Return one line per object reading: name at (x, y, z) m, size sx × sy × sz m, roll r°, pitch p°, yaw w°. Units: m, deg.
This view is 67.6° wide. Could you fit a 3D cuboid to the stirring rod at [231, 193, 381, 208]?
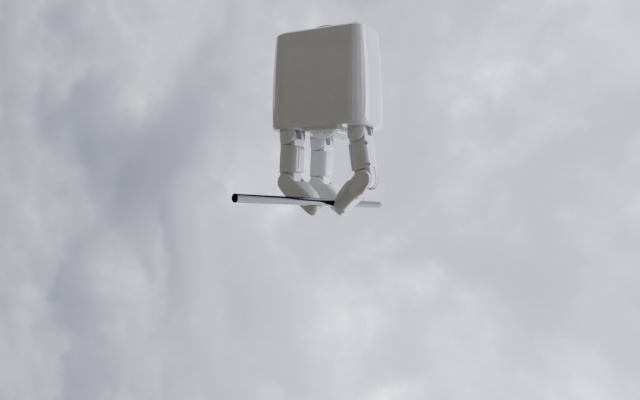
stirring rod at (0.000, 0.002, 0.496) m, size 0.011 × 0.011 × 0.239 m, roll 0°, pitch -2°, yaw 37°
